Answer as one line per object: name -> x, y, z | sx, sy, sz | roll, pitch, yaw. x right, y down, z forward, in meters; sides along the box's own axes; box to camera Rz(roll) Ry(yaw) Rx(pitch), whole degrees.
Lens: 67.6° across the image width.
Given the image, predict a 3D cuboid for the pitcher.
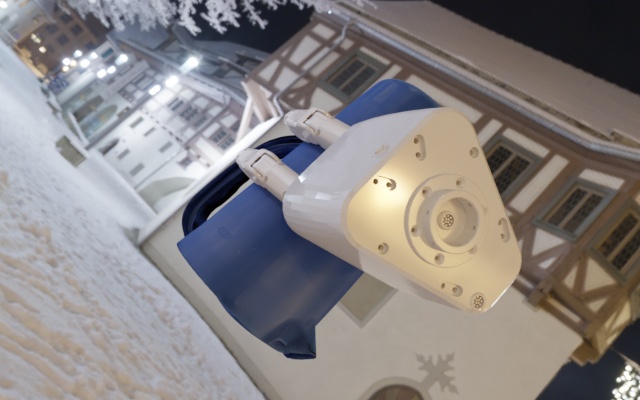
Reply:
pitcher -> 0.000, 0.001, 0.425 | 0.243, 0.149, 0.145 | -44, 14, -11
